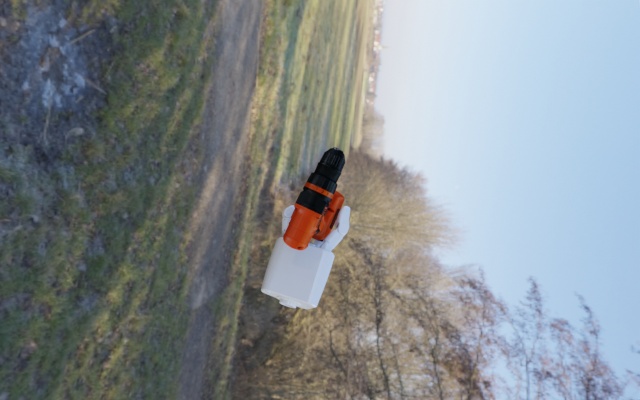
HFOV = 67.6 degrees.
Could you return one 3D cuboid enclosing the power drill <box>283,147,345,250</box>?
[{"bbox_3d":[0.000,0.003,0.870,0.057,0.184,0.188,27,-2,11],"label":"power drill"}]
